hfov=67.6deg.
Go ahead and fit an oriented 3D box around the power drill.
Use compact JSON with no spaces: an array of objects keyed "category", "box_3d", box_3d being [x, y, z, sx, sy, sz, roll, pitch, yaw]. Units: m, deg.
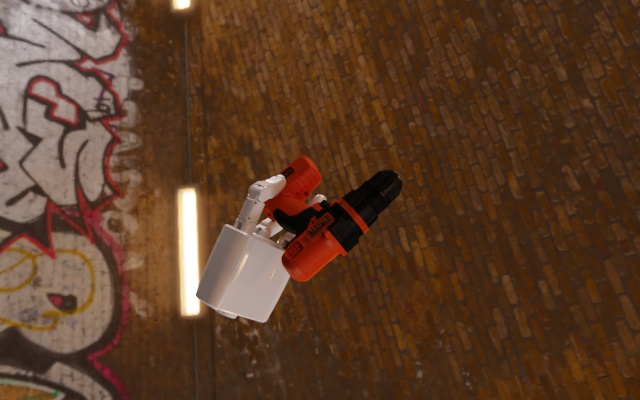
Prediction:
[{"category":"power drill","box_3d":[0.000,0.002,0.649,0.184,0.057,0.187,-40,33,-5]}]
